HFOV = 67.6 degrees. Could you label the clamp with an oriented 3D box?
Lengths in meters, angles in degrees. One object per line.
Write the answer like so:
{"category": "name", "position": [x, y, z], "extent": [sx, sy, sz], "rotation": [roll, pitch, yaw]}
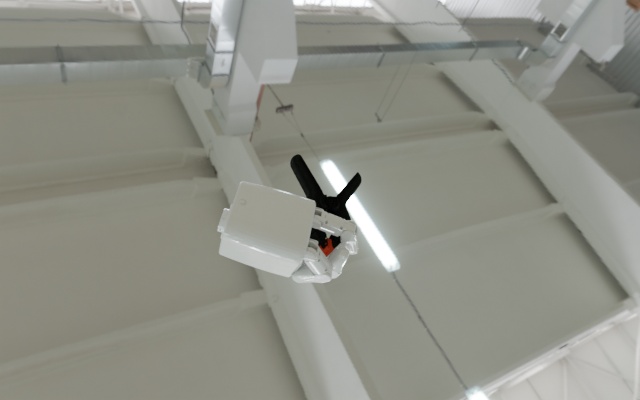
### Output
{"category": "clamp", "position": [0.000, 0.003, 0.718], "extent": [0.120, 0.171, 0.039], "rotation": [18, -43, -8]}
